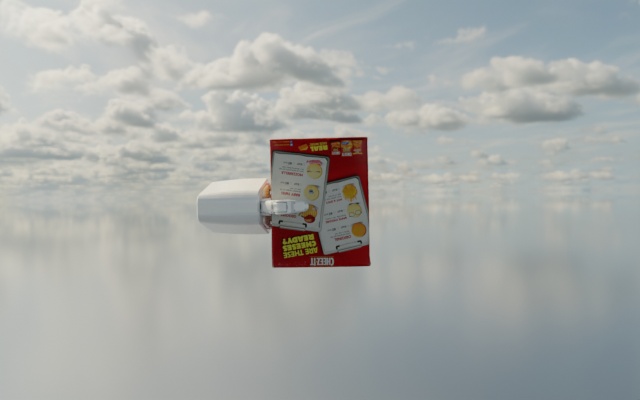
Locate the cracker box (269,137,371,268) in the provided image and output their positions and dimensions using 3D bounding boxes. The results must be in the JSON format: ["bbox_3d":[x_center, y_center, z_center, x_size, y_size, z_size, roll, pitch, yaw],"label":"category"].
[{"bbox_3d":[0.000,0.002,0.811,0.164,0.213,0.072,-1,1,4],"label":"cracker box"}]
